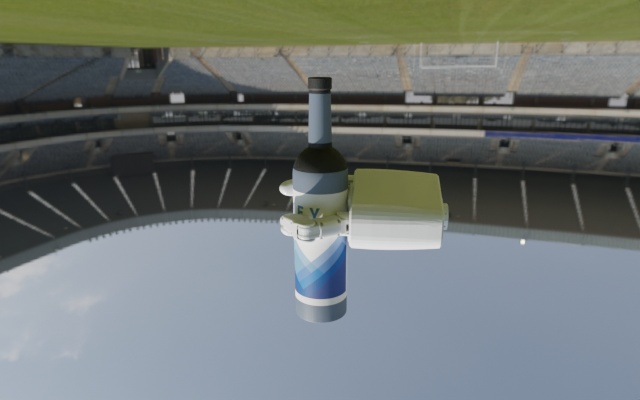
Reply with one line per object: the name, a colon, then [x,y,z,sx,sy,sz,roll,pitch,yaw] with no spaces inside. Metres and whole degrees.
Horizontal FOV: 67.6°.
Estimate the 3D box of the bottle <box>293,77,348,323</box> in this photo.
bottle: [0.000,0.002,0.581,0.069,0.296,0.069,0,17,0]
